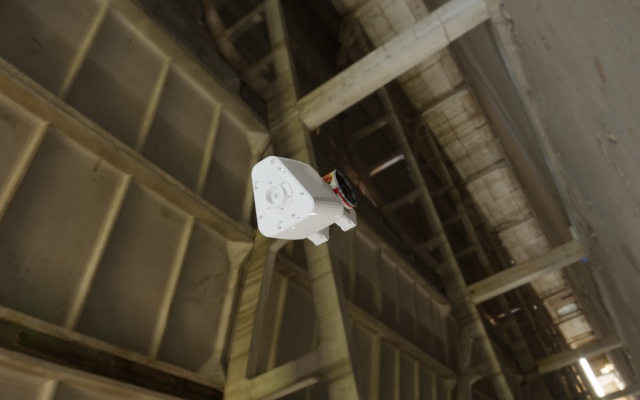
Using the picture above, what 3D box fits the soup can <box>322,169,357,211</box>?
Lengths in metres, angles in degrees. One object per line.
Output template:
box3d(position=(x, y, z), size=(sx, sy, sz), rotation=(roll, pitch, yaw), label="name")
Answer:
box3d(position=(0.000, 0.003, 0.791), size=(0.102, 0.068, 0.068), rotation=(-29, -10, 19), label="soup can")
